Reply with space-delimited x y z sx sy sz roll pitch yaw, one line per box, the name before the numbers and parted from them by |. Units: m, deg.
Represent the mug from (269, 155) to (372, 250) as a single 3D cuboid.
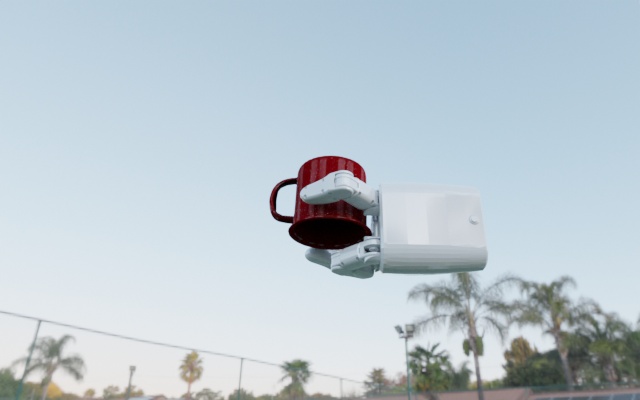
mug | -0.001 0.002 0.547 0.117 0.081 0.093 2 -27 0
